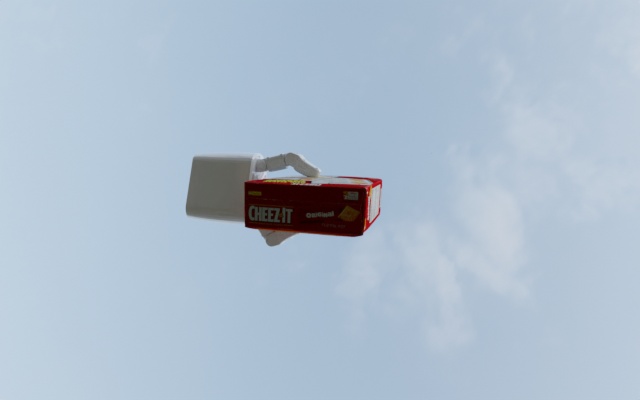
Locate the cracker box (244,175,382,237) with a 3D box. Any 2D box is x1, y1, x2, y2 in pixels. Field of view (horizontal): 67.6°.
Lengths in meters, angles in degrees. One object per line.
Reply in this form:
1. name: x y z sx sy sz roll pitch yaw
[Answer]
1. cracker box: 0.000 0.002 0.714 0.164 0.072 0.213 3 6 13
